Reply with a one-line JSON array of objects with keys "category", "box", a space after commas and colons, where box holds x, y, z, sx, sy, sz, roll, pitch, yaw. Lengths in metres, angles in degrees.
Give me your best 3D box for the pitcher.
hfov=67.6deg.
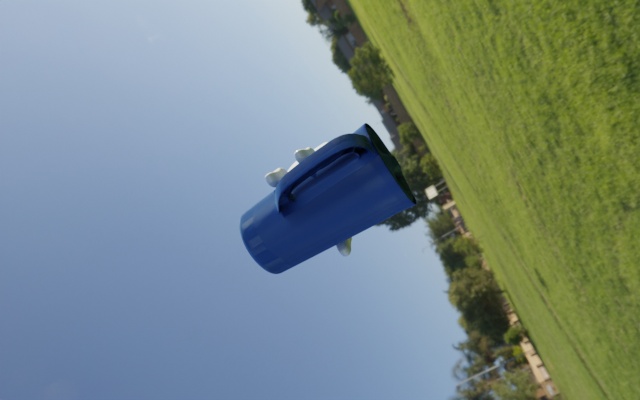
[{"category": "pitcher", "box": [0.000, 0.002, 0.685, 0.243, 0.149, 0.145, -32, 14, 15]}]
